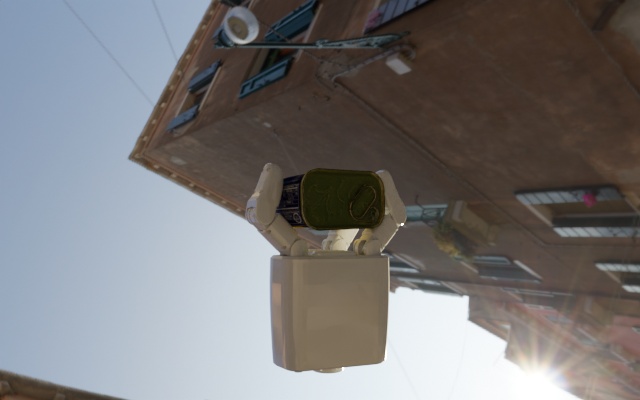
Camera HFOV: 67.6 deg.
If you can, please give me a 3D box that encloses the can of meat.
[{"bbox_3d":[0.000,0.002,0.485,0.102,0.057,0.084,0,-4,-37],"label":"can of meat"}]
